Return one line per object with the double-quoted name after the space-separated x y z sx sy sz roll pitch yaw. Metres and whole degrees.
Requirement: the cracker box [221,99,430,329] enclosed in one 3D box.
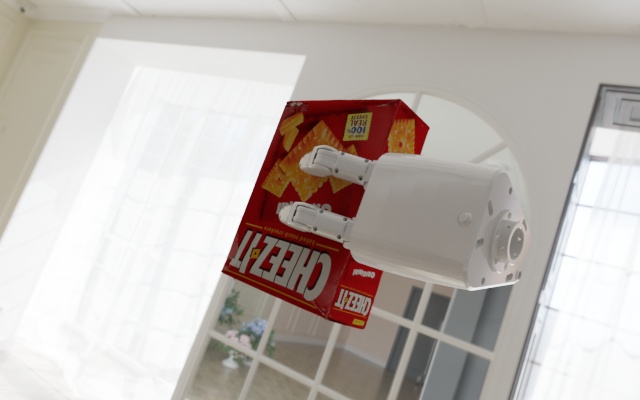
0.000 0.002 0.500 0.164 0.213 0.072 12 -12 43 "cracker box"
